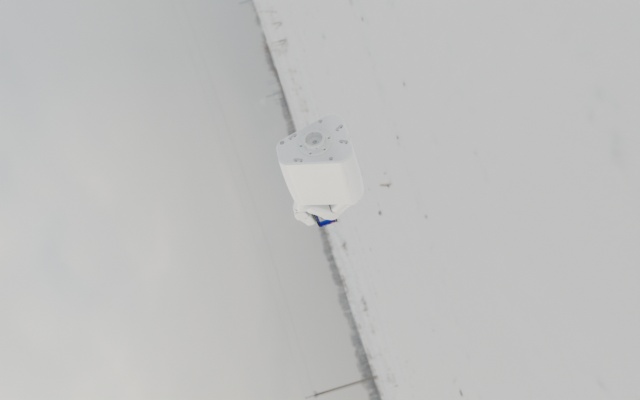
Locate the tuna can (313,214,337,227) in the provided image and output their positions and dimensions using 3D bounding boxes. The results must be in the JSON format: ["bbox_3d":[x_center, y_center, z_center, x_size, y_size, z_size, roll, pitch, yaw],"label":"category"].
[{"bbox_3d":[0.000,0.003,0.837,0.034,0.086,0.086,-20,-1,3],"label":"tuna can"}]
